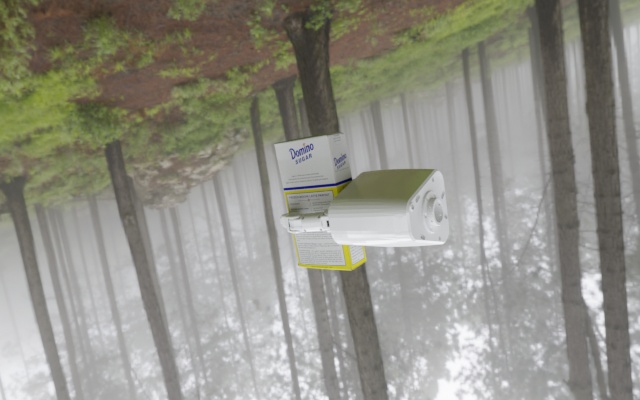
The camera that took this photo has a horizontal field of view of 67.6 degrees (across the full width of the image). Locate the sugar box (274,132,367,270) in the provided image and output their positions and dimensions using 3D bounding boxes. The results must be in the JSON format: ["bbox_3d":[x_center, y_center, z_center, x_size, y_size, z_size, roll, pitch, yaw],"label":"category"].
[{"bbox_3d":[0.001,0.002,0.637,0.093,0.176,0.048,-3,9,37],"label":"sugar box"}]
